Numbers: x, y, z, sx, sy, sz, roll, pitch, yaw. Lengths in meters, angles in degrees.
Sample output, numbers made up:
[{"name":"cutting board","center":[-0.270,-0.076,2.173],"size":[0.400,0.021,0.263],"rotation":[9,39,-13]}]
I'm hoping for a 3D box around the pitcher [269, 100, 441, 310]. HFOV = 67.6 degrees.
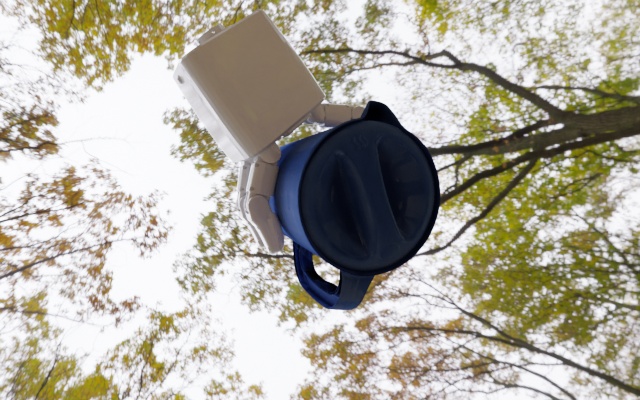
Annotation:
[{"name":"pitcher","center":[0.000,0.001,0.501],"size":[0.149,0.145,0.243],"rotation":[-40,16,-15]}]
